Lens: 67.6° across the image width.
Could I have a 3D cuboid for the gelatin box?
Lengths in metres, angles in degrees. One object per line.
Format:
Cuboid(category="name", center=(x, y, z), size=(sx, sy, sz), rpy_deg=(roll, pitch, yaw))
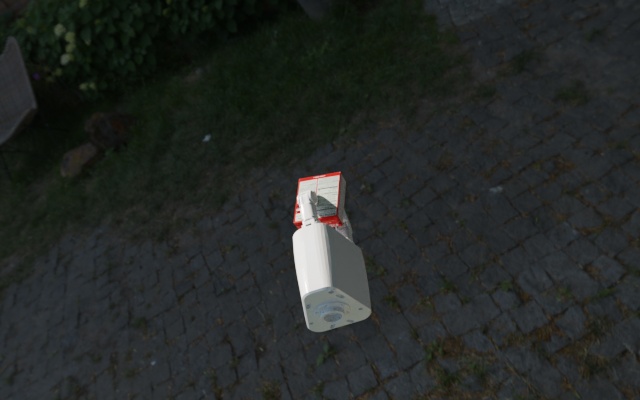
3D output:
Cuboid(category="gelatin box", center=(0.000, 0.002, 0.753), size=(0.073, 0.089, 0.030), rpy_deg=(-9, -37, 20))
